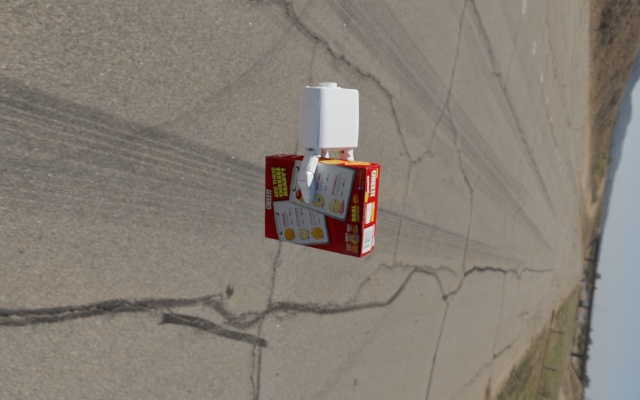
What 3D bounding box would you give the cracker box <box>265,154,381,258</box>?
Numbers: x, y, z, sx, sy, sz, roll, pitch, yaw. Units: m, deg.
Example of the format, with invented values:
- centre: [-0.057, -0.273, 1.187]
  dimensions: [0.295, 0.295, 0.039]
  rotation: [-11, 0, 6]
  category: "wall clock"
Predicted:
- centre: [0.000, 0.003, 0.896]
  dimensions: [0.213, 0.164, 0.072]
  rotation: [9, 14, 30]
  category: "cracker box"
